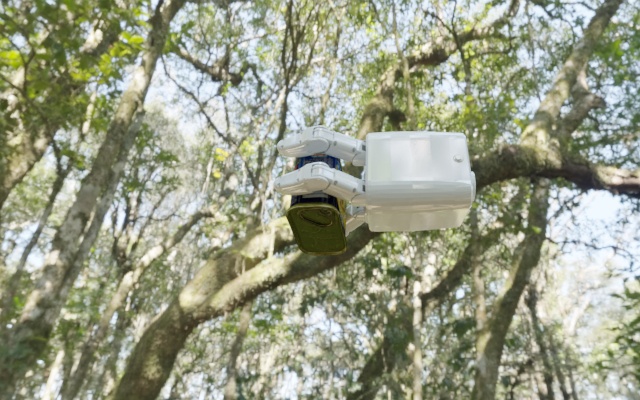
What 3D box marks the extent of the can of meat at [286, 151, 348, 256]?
[{"bbox_3d":[0.000,0.002,0.545,0.057,0.084,0.102,-3,-36,10],"label":"can of meat"}]
